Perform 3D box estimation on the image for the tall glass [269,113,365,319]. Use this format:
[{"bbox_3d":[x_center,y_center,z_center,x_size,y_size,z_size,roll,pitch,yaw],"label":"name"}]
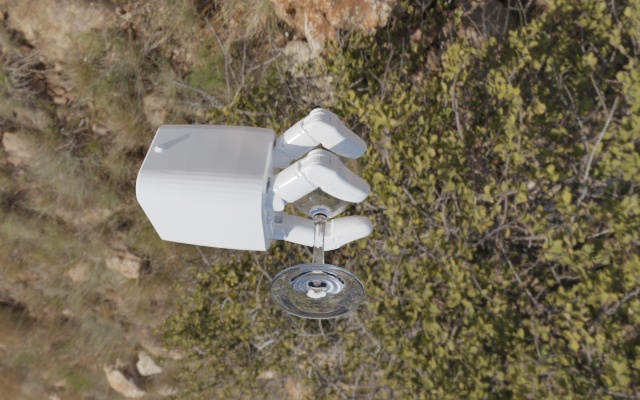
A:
[{"bbox_3d":[0.000,0.002,0.439,0.079,0.200,0.079,2,-44,1],"label":"tall glass"}]
